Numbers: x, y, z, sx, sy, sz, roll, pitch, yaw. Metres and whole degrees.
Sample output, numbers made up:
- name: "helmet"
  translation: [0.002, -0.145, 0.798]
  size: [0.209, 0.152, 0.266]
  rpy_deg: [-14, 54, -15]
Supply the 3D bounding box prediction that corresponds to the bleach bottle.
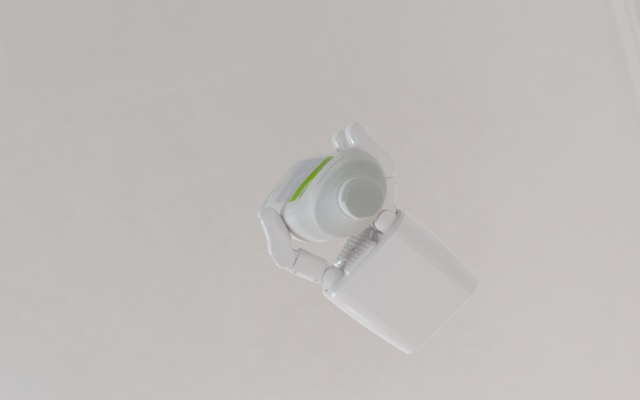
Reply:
- name: "bleach bottle"
  translation: [0.000, 0.001, 0.456]
  size: [0.068, 0.102, 0.251]
  rpy_deg: [37, -6, -11]
